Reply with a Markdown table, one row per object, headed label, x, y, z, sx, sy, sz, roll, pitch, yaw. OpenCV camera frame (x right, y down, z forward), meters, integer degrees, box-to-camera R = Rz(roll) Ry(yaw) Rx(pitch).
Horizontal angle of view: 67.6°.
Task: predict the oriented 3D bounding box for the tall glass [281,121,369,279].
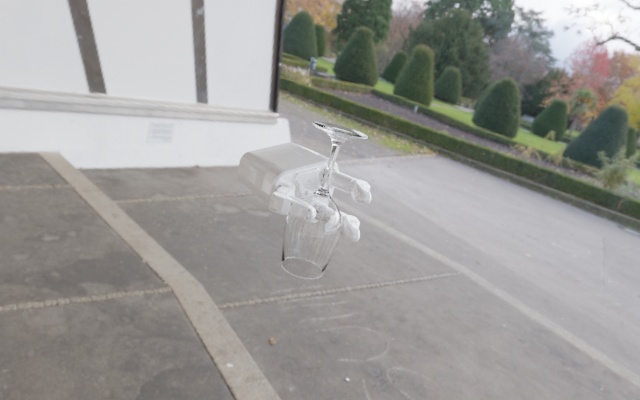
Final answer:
| label | x | y | z | sx | sy | sz | roll | pitch | yaw |
| --- | --- | --- | --- | --- | --- | --- | --- | --- | --- |
| tall glass | 0.000 | 0.001 | 0.635 | 0.079 | 0.201 | 0.079 | 14 | 17 | -4 |
